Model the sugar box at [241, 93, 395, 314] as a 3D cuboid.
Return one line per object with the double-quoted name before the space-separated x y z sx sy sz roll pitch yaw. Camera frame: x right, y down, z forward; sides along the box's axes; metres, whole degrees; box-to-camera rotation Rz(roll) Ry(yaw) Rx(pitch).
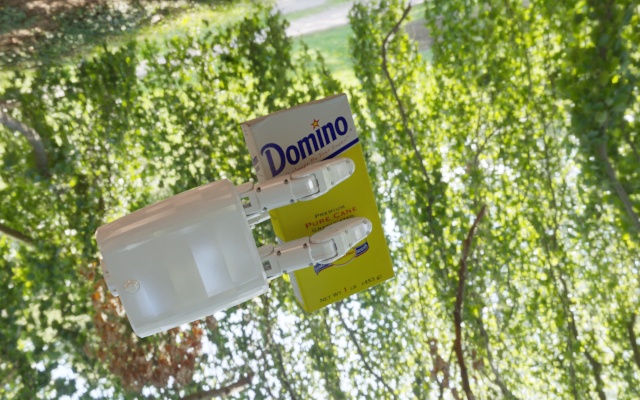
"sugar box" 0.000 0.002 0.431 0.093 0.176 0.048 -21 16 -15
